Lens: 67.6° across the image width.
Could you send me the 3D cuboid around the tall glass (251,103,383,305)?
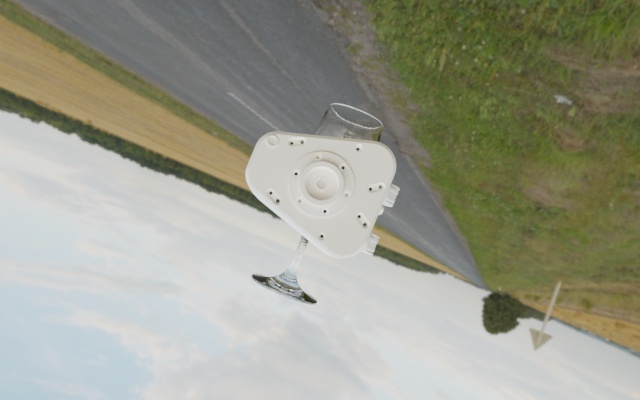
[{"bbox_3d":[0.000,0.002,0.503,0.079,0.201,0.079,23,-2,1],"label":"tall glass"}]
